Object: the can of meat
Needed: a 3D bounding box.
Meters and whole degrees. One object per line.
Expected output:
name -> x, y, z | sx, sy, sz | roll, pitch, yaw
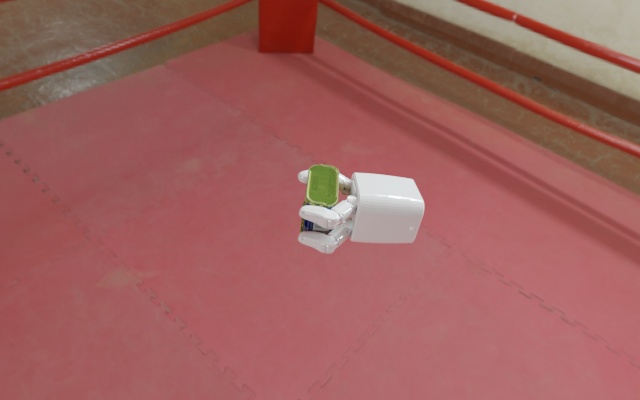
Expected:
can of meat -> 0.000, 0.002, 0.786 | 0.057, 0.084, 0.102 | 6, 44, -2
